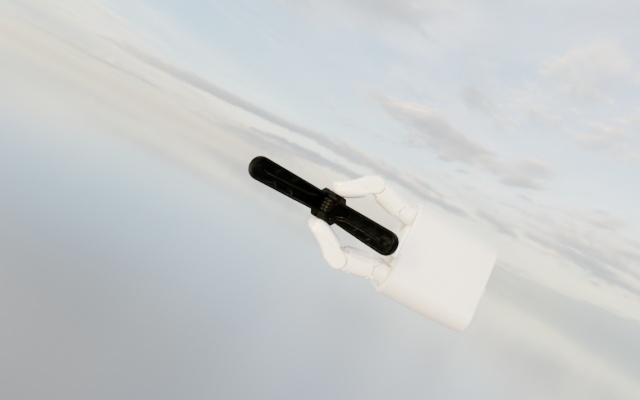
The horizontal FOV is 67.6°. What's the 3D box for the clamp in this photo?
[{"bbox_3d":[0.001,0.001,0.547,0.164,0.036,0.210,32,1,-2],"label":"clamp"}]
